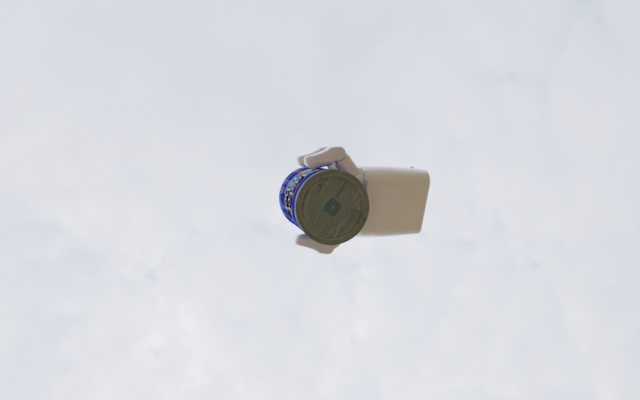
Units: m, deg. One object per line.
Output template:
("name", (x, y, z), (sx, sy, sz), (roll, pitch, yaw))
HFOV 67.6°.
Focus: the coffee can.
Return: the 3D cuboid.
("coffee can", (0.000, 0.002, 0.701), (0.103, 0.103, 0.140), (0, 6, -14))
